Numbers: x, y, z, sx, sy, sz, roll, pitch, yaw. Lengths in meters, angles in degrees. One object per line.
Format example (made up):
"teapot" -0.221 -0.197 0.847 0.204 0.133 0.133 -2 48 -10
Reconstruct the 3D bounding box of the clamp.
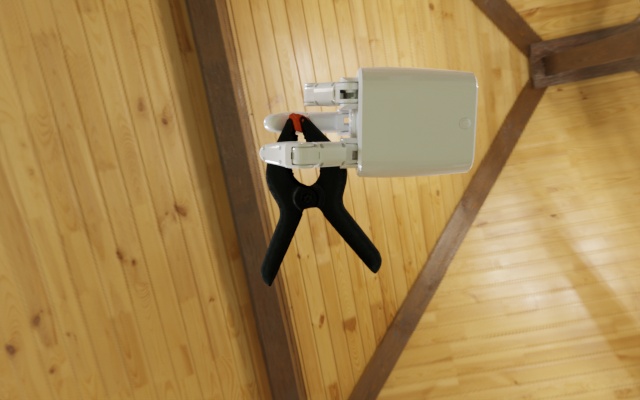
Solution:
"clamp" 0.000 0.001 0.467 0.120 0.171 0.039 0 10 -1
